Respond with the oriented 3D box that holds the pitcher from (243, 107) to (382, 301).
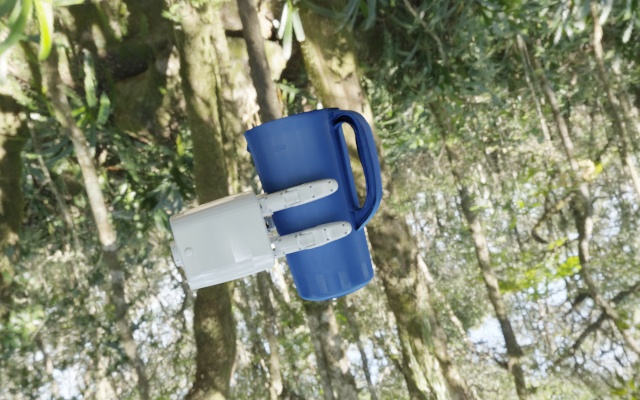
[{"bbox_3d":[0.000,0.002,0.638,0.145,0.243,0.149,-17,4,-14],"label":"pitcher"}]
